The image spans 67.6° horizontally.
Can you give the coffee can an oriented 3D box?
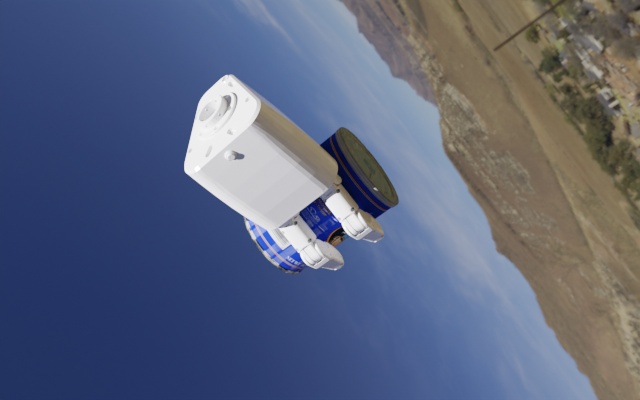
[{"bbox_3d":[0.000,0.002,0.531,0.140,0.103,0.103,-37,-13,18],"label":"coffee can"}]
